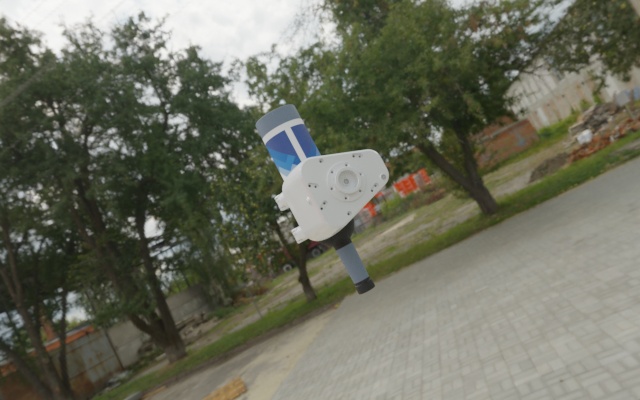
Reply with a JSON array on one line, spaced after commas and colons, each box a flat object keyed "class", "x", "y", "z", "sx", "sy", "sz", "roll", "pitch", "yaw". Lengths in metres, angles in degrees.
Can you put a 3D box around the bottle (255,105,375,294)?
[{"class": "bottle", "x": 0.000, "y": 0.002, "z": 0.711, "sx": 0.069, "sy": 0.295, "sz": 0.069, "roll": -28, "pitch": -3, "yaw": -2}]
